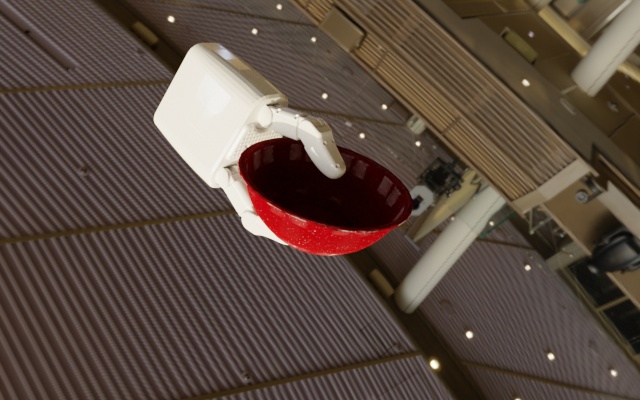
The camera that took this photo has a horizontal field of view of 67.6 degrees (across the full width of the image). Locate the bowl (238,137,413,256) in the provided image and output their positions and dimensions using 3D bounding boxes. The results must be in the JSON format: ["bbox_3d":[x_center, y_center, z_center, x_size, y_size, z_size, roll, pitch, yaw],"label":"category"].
[{"bbox_3d":[0.001,0.003,0.441,0.162,0.055,0.162,13,29,-7],"label":"bowl"}]
